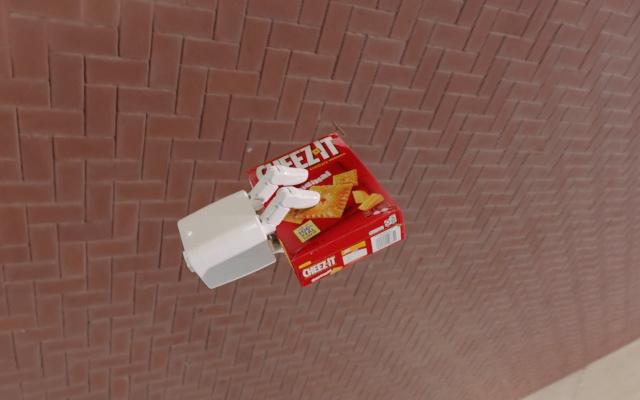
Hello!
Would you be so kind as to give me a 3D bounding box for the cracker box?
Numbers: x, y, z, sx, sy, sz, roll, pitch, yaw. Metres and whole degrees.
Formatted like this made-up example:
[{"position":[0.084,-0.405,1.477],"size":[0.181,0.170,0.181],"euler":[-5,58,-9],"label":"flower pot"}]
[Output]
[{"position":[0.000,0.003,0.708],"size":[0.164,0.072,0.213],"euler":[-24,45,-9],"label":"cracker box"}]
